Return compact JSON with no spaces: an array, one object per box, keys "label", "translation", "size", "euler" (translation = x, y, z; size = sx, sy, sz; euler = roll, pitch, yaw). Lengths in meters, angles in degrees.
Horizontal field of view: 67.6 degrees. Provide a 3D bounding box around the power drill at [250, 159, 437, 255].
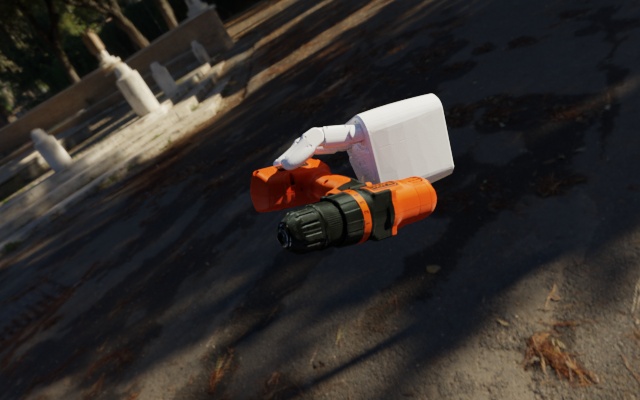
[{"label":"power drill","translation":[0.000,0.001,0.516],"size":[0.184,0.057,0.187],"euler":[-12,19,-34]}]
